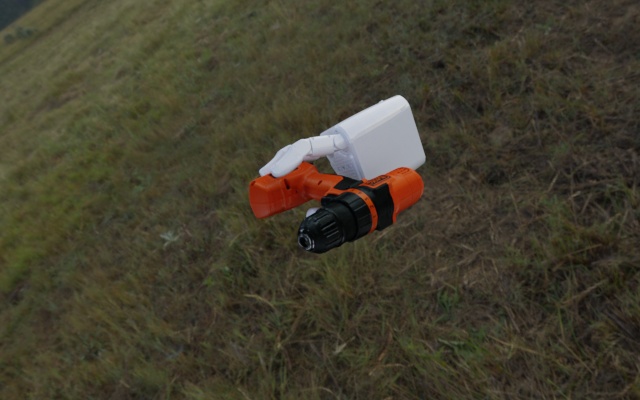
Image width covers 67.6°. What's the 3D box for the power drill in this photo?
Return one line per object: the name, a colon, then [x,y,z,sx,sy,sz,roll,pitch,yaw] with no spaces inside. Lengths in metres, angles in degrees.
power drill: [0.000,0.002,0.564,0.187,0.057,0.184,11,26,44]
